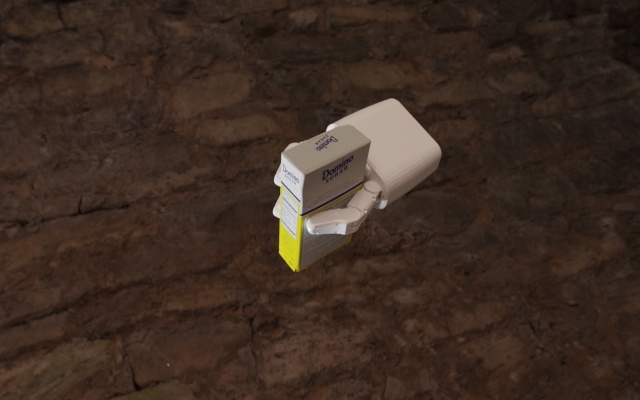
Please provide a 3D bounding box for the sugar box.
[{"bbox_3d":[0.000,0.001,0.554,0.093,0.176,0.048,-28,54,-28],"label":"sugar box"}]
